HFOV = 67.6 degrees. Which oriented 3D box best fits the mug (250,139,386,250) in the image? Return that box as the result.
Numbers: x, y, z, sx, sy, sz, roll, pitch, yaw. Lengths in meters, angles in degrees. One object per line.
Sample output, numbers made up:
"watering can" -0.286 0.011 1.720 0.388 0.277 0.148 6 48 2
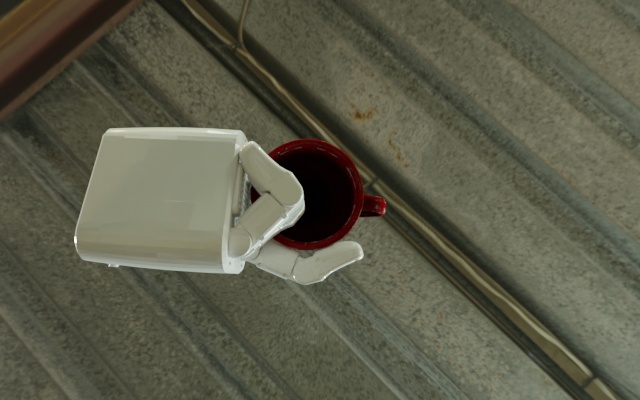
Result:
"mug" 0.002 0.001 0.431 0.117 0.093 0.081 3 -10 -1
